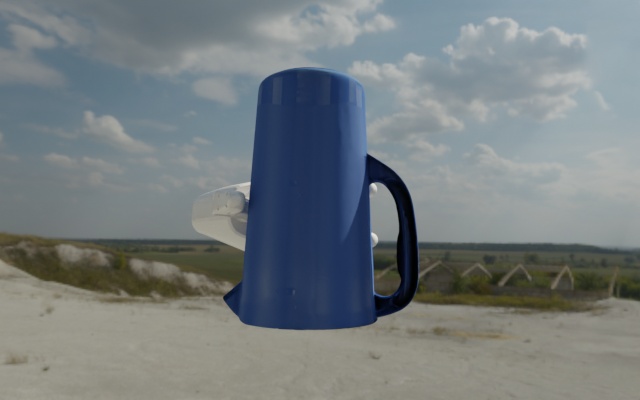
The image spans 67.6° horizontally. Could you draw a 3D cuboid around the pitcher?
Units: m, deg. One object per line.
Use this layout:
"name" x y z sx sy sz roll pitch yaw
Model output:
"pitcher" 0.000 0.002 0.472 0.149 0.243 0.145 6 -8 -37
